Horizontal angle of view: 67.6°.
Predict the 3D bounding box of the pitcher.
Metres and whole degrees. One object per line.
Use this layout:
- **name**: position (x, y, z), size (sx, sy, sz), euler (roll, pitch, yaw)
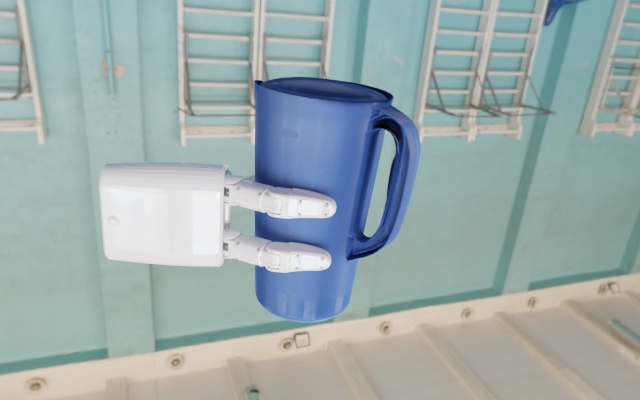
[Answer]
- **pitcher**: position (0.000, 0.002, 0.488), size (0.145, 0.243, 0.149), euler (2, 22, -10)
